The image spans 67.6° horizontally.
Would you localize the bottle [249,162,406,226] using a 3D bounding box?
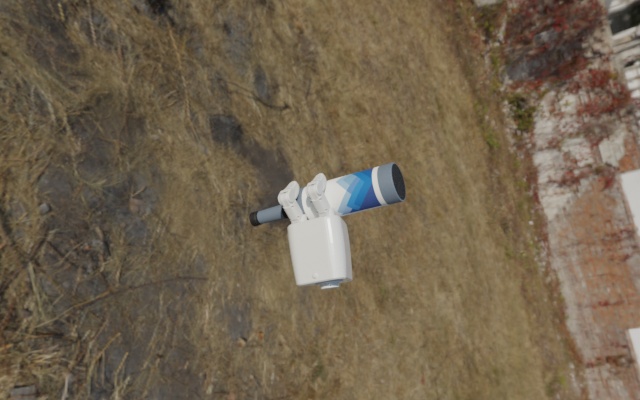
[{"bbox_3d":[0.000,0.003,0.847,0.296,0.069,0.069,-15,-7,26],"label":"bottle"}]
